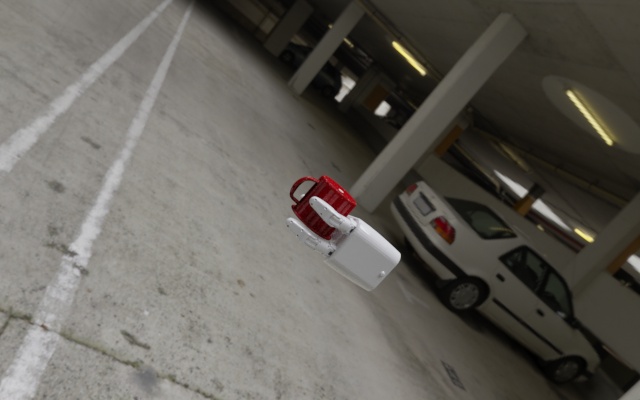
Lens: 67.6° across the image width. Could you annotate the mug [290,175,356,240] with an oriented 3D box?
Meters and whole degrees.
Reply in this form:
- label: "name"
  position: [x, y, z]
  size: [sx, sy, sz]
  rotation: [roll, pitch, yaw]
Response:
- label: "mug"
  position: [-0.001, 0.002, 0.841]
  size: [0.117, 0.081, 0.093]
  rotation: [38, 10, -18]
